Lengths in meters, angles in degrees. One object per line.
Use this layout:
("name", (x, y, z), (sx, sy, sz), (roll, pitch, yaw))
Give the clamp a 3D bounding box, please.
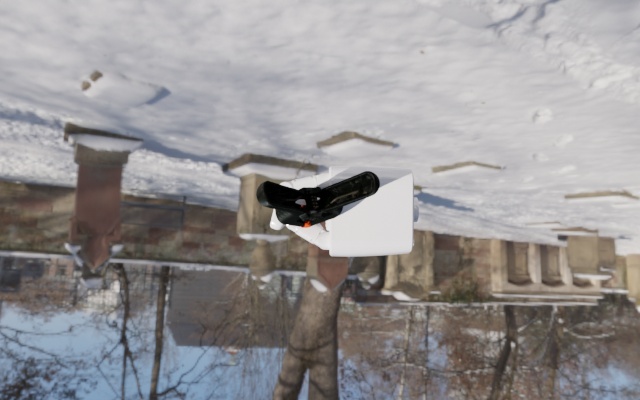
("clamp", (0.000, 0.002, 0.528), (0.120, 0.039, 0.171), (-2, -9, 1))
